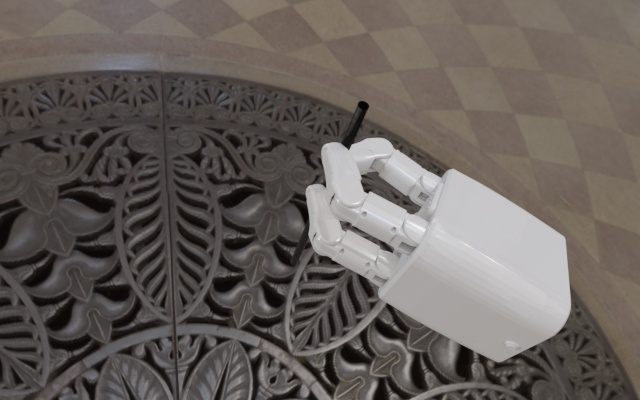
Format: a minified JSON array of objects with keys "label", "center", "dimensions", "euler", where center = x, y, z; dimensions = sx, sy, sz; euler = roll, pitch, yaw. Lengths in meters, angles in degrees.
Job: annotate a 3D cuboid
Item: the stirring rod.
[{"label":"stirring rod","center":[0.000,0.001,0.416],"dimensions":[0.011,0.011,0.240],"euler":[0,-33,-16]}]
